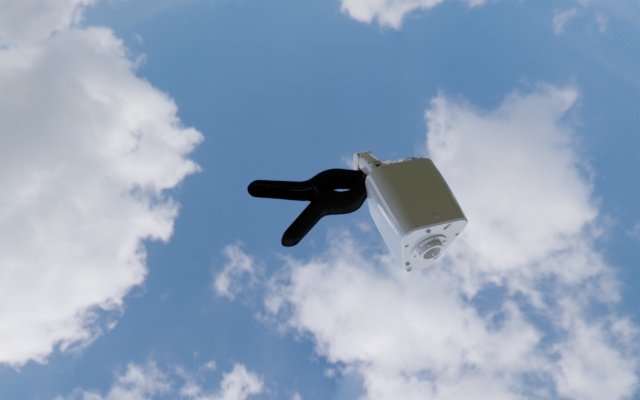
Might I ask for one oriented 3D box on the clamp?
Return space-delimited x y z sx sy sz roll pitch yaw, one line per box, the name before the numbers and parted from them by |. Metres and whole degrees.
clamp | 0.000 0.002 0.627 0.171 0.120 0.039 -13 -40 -15
